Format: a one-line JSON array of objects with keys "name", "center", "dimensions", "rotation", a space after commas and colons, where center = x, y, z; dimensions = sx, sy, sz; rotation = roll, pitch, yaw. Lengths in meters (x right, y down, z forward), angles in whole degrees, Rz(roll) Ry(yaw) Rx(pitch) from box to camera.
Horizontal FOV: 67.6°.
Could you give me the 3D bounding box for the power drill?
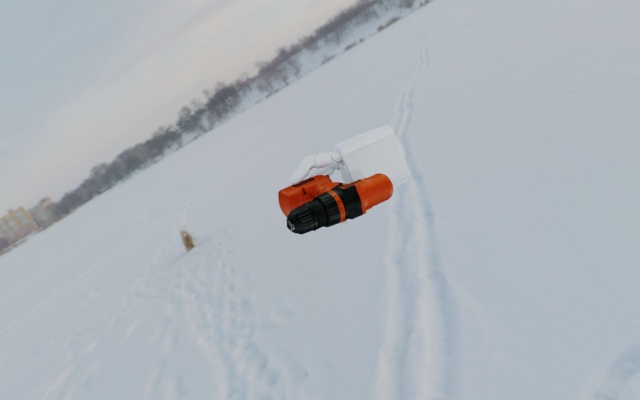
[{"name": "power drill", "center": [0.000, 0.002, 0.784], "dimensions": [0.184, 0.057, 0.187], "rotation": [-20, 14, -25]}]
